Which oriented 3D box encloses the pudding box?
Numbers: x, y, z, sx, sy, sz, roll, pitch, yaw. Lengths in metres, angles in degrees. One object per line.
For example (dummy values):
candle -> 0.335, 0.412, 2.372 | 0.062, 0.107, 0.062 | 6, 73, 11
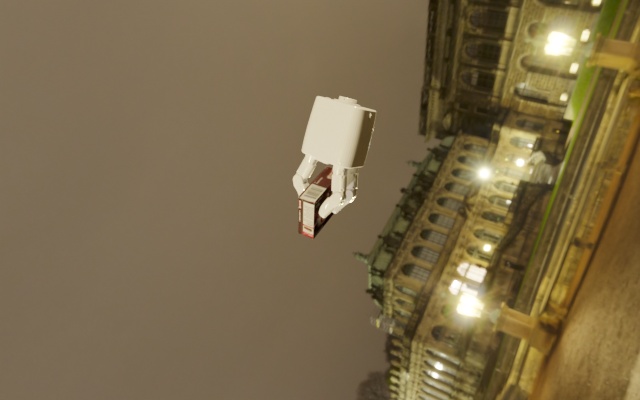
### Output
pudding box -> 0.000, 0.003, 0.896 | 0.039, 0.090, 0.113 | 21, 43, 23
